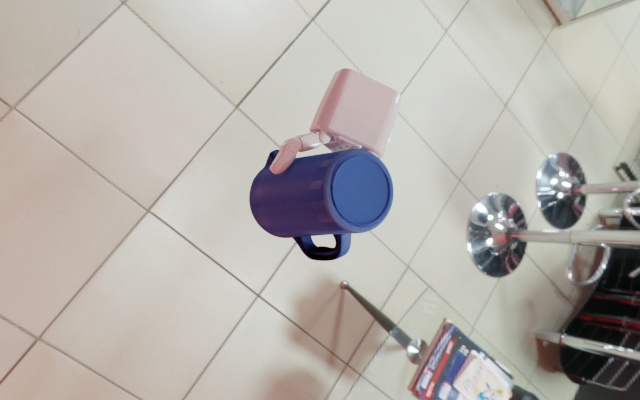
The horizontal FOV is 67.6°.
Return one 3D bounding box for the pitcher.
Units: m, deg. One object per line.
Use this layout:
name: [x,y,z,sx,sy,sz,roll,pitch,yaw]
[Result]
pitcher: [0.000,0.002,0.707,0.149,0.145,0.243,29,-15,-24]
